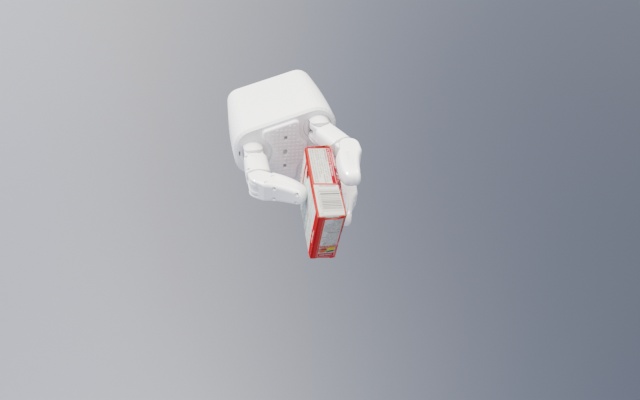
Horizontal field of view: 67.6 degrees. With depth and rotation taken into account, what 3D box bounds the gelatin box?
[{"bbox_3d":[0.000,0.002,0.474,0.030,0.089,0.073,-3,-37,-11],"label":"gelatin box"}]
